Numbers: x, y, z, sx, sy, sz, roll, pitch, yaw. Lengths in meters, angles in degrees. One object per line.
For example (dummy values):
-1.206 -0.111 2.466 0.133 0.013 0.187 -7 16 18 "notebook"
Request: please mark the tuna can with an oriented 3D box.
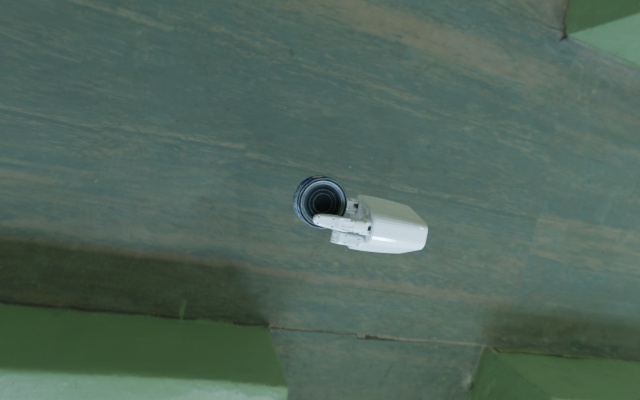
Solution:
0.000 0.003 0.781 0.086 0.086 0.033 0 8 -15 "tuna can"
